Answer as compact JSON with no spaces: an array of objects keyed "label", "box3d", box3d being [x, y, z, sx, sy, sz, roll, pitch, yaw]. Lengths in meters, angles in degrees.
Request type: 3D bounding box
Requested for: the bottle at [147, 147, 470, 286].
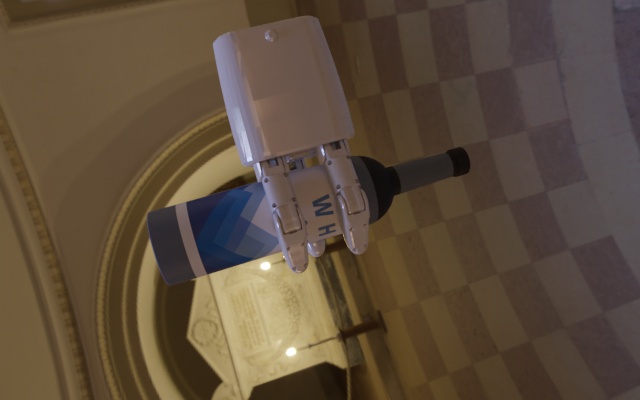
[{"label":"bottle","box3d":[0.000,0.002,0.438,0.295,0.069,0.069,-16,3,-11]}]
